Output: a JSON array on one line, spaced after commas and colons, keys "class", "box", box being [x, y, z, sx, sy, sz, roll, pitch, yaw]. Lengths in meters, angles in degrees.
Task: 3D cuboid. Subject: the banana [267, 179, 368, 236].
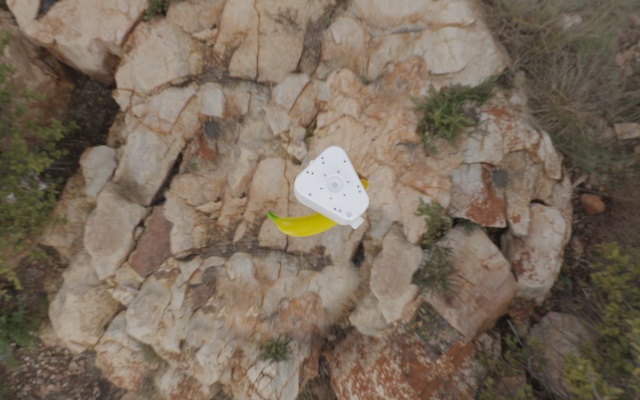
[{"class": "banana", "box": [0.003, 0.021, 0.877, 0.198, 0.069, 0.037, -19, -8, -1]}]
